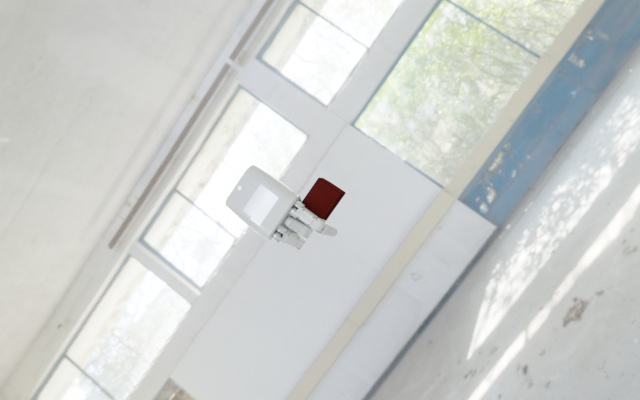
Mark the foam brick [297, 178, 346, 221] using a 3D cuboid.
[{"bbox_3d":[0.000,0.003,0.866,0.051,0.078,0.053,36,8,9],"label":"foam brick"}]
